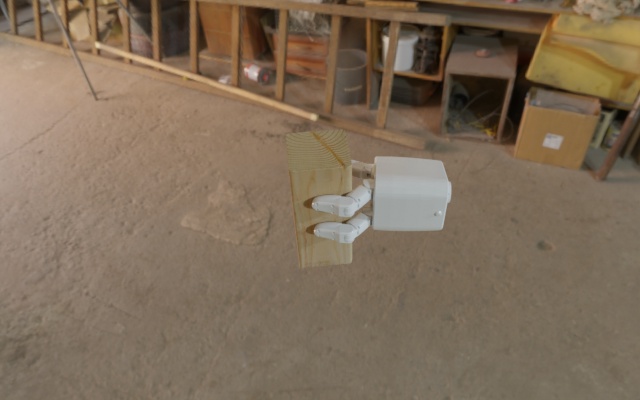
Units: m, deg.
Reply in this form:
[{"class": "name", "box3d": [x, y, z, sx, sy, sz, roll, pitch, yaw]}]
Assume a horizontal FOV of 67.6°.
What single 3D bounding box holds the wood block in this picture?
[{"class": "wood block", "box3d": [0.000, 0.002, 0.745, 0.090, 0.206, 0.090, -5, 43, -2]}]
